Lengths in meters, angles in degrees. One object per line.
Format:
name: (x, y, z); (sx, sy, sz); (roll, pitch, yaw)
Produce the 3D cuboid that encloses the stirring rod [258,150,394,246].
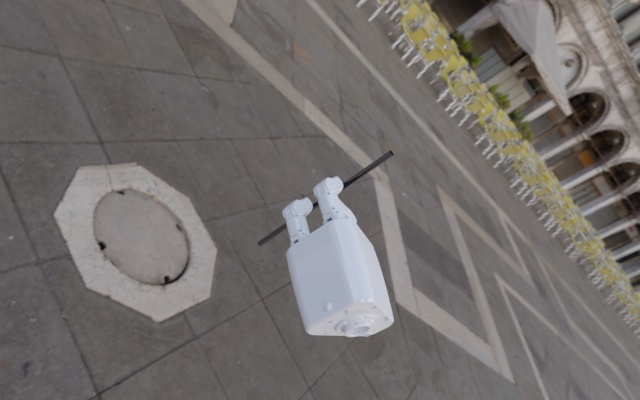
stirring rod: (0.000, 0.002, 0.651); (0.239, 0.011, 0.011); (-35, -16, 25)
